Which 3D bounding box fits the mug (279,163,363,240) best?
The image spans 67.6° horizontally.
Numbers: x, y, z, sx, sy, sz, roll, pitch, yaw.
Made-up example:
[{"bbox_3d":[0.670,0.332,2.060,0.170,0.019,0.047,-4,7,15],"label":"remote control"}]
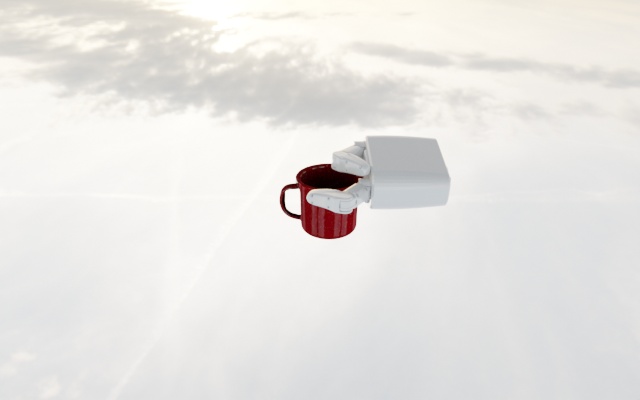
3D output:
[{"bbox_3d":[-0.001,0.002,0.677,0.117,0.081,0.093,-1,27,-2],"label":"mug"}]
